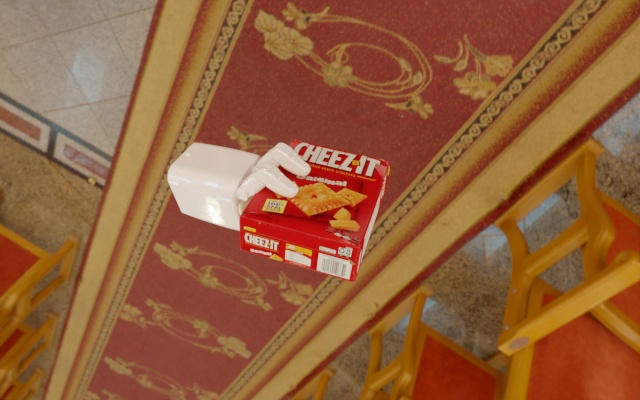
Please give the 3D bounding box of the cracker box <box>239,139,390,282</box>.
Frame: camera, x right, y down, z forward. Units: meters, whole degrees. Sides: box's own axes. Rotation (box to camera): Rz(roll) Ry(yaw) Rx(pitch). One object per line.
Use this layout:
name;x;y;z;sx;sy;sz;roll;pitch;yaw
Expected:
cracker box;0.000;0.003;0.692;0.164;0.072;0.213;15;39;10
